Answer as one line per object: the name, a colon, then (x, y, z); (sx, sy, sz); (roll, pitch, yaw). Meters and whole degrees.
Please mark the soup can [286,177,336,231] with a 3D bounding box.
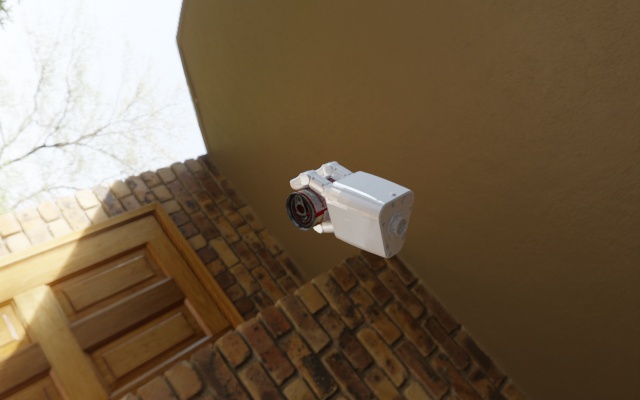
soup can: (0.000, 0.003, 0.830); (0.102, 0.068, 0.068); (-25, 17, -40)
